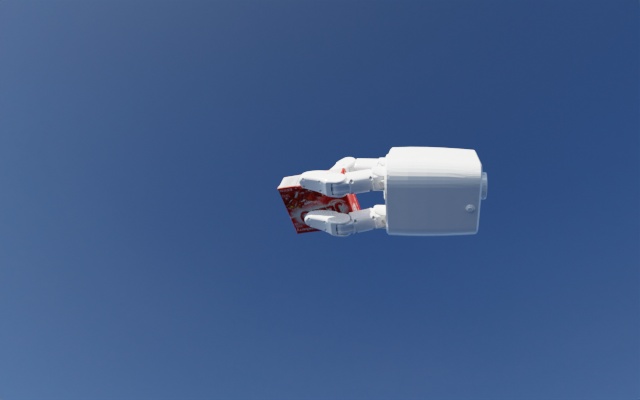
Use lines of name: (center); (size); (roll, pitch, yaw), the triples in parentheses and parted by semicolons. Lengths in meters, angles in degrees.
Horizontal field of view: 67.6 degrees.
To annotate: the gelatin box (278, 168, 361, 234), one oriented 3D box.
gelatin box: (0.000, 0.002, 0.605); (0.089, 0.073, 0.030); (-8, 31, 24)
